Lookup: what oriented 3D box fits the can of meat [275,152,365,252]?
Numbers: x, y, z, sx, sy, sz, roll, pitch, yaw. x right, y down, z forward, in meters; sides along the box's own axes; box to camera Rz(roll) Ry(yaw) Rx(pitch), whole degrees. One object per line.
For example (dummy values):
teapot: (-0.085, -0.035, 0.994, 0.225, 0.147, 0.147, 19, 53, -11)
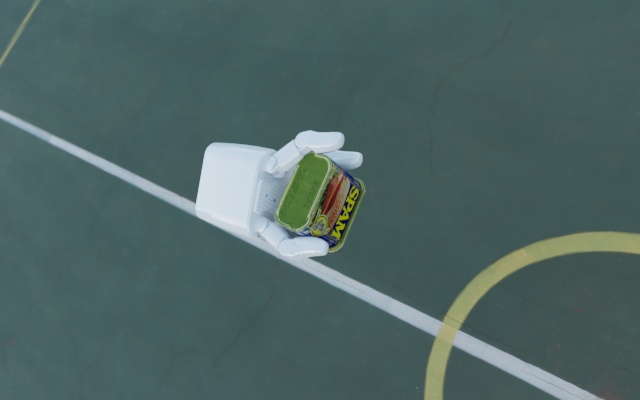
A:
can of meat: (0.000, 0.002, 0.582, 0.057, 0.102, 0.084, 18, -10, 36)
